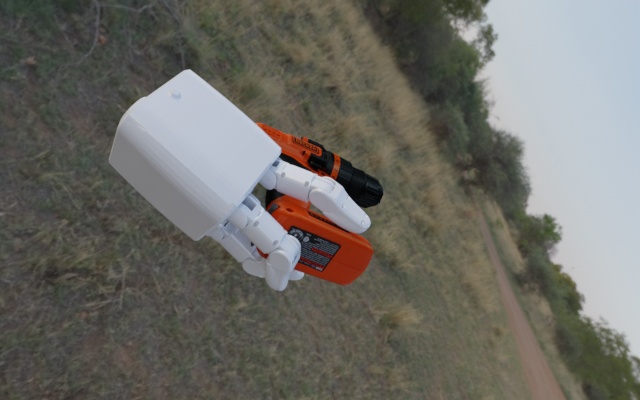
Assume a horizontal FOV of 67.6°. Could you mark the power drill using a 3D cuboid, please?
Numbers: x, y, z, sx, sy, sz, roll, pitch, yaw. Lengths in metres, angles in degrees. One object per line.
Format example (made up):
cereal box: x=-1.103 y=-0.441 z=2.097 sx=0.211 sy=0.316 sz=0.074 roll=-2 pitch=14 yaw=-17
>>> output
power drill: x=0.000 y=0.002 z=0.503 sx=0.184 sy=0.057 sz=0.187 roll=21 pitch=27 yaw=-19
